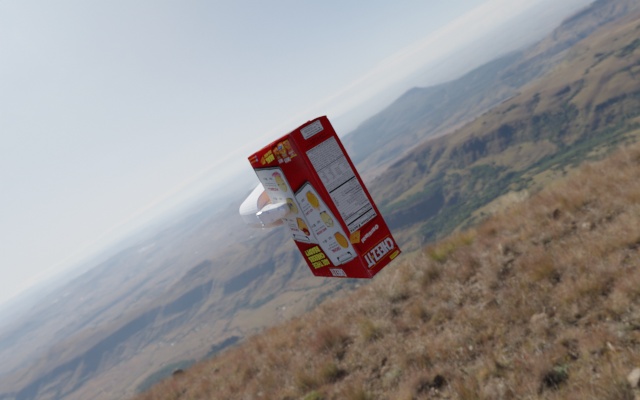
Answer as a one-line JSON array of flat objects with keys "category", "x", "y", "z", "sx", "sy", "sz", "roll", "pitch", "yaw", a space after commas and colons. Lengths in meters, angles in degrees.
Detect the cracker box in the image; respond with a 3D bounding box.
[{"category": "cracker box", "x": 0.000, "y": 0.002, "z": 0.675, "sx": 0.072, "sy": 0.214, "sz": 0.164, "roll": -34, "pitch": 9, "yaw": -27}]
